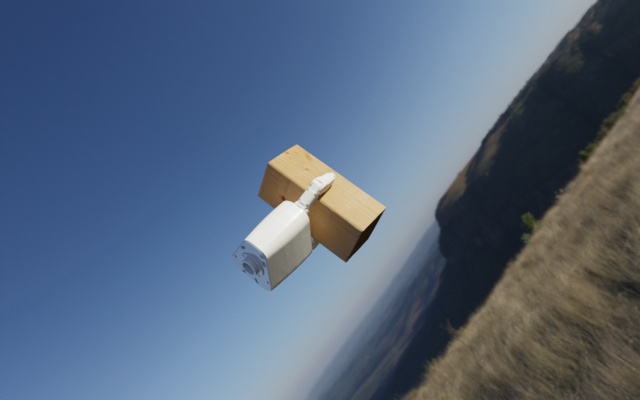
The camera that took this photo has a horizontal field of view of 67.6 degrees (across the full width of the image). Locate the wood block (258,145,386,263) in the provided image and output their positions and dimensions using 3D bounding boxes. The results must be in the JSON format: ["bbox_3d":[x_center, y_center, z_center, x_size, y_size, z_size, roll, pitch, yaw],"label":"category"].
[{"bbox_3d":[0.000,0.003,0.864,0.206,0.091,0.090,36,43,14],"label":"wood block"}]
